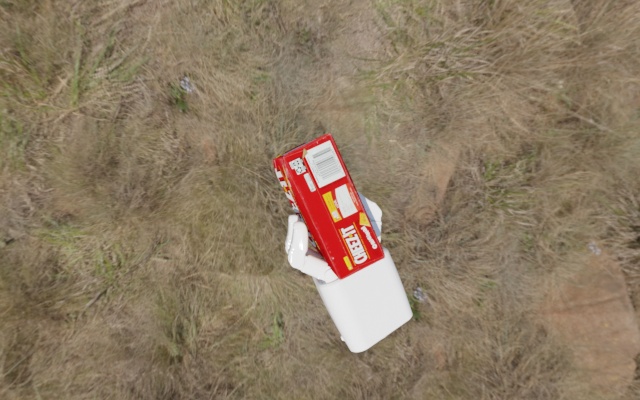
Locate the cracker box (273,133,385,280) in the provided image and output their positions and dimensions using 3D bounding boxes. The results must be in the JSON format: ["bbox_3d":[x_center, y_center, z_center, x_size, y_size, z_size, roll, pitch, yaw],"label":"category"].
[{"bbox_3d":[0.000,0.002,0.654,0.072,0.164,0.213,-26,7,-7],"label":"cracker box"}]
